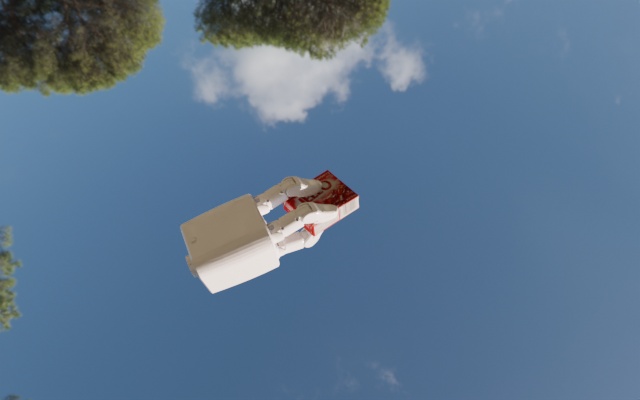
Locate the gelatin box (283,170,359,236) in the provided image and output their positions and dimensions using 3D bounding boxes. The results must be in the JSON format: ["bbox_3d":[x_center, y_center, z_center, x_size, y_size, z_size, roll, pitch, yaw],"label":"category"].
[{"bbox_3d":[0.000,0.002,0.699,0.089,0.030,0.073,-31,52,-23],"label":"gelatin box"}]
